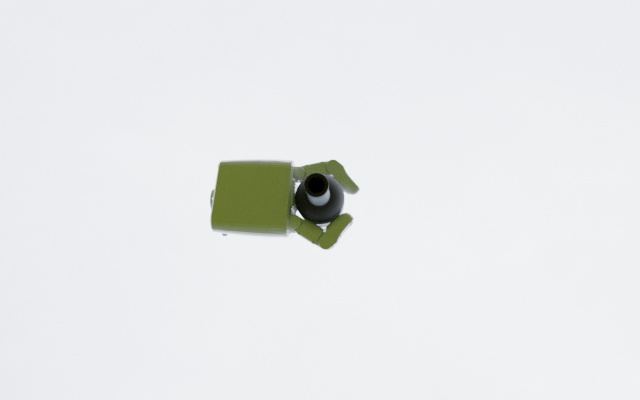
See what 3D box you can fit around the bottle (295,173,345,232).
[{"bbox_3d":[0.000,0.002,0.670,0.069,0.069,0.296,0,-8,2],"label":"bottle"}]
